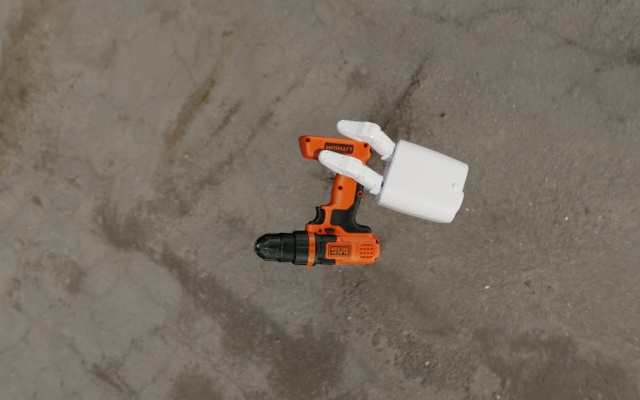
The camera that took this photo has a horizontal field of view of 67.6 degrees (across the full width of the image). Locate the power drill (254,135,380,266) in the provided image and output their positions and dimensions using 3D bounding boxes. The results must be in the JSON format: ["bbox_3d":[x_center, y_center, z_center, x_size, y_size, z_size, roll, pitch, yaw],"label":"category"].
[{"bbox_3d":[0.000,0.002,0.693,0.184,0.187,0.057,2,5,-15],"label":"power drill"}]
